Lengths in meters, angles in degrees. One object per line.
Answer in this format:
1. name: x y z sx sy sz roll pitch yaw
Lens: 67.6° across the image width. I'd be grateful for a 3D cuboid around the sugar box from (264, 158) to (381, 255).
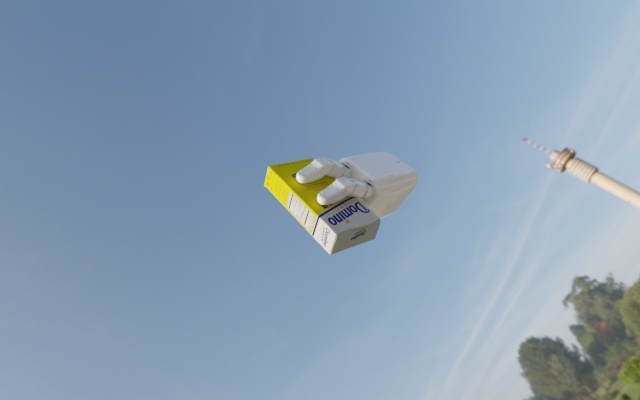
1. sugar box: 0.000 0.002 0.730 0.093 0.048 0.176 -15 43 -38
